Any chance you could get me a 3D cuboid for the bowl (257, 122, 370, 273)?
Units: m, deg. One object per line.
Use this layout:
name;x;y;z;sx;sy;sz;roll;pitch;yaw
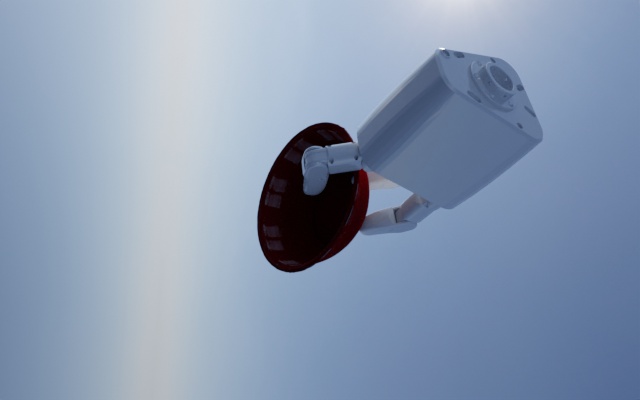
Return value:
bowl;0.000;0.002;0.510;0.055;0.162;0.162;21;-13;-38
